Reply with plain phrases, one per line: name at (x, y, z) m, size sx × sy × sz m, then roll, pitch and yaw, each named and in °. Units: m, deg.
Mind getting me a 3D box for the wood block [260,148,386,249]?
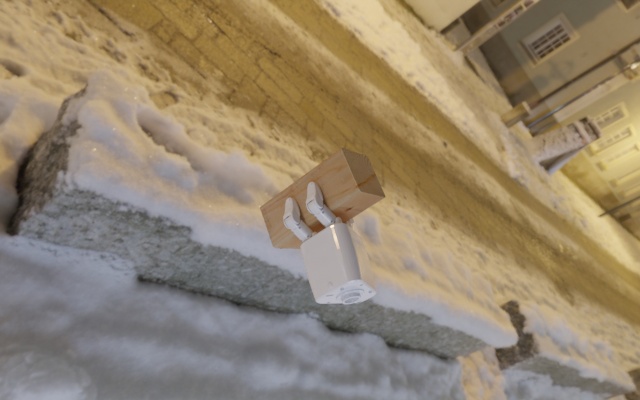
wood block at (0.001, 0.003, 0.869) m, size 0.206 × 0.090 × 0.091 m, roll -34°, pitch -24°, yaw 28°
